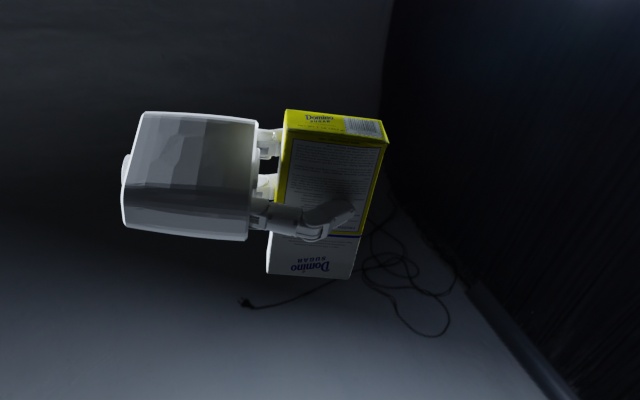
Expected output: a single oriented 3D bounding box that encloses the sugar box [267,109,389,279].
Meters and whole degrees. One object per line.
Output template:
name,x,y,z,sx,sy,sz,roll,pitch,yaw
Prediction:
sugar box,0.000,0.001,0.475,0.093,0.176,0.048,6,40,-9
